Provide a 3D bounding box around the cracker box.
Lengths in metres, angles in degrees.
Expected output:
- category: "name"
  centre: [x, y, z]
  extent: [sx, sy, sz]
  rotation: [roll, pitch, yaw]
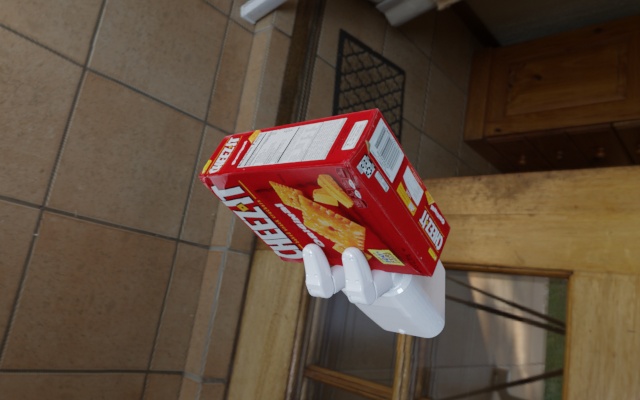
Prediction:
- category: "cracker box"
  centre: [0.000, 0.001, 0.495]
  extent: [0.213, 0.072, 0.164]
  rotation: [-2, -41, 42]
